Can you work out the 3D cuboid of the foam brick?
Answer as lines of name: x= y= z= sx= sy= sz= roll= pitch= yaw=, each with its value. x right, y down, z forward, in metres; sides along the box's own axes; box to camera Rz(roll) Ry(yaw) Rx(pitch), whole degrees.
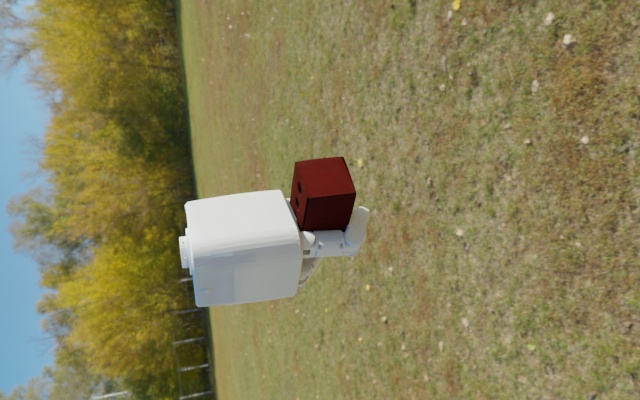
foam brick: x=0.000 y=0.001 z=0.492 sx=0.051 sy=0.053 sz=0.078 roll=-5 pitch=-41 yaw=-15
